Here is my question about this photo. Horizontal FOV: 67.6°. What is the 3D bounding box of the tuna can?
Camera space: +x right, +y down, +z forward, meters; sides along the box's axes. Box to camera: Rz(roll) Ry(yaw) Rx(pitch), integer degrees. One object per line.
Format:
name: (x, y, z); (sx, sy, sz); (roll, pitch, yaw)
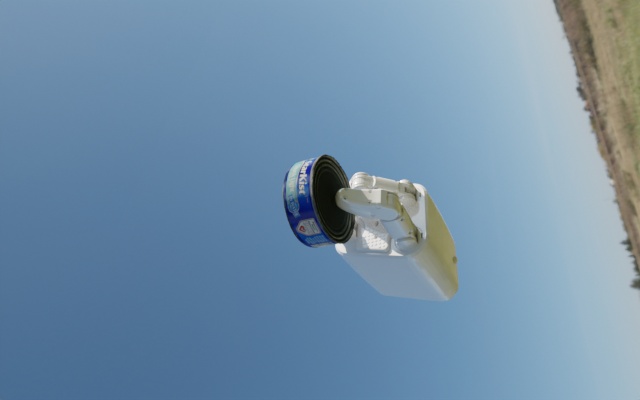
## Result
tuna can: (0.000, 0.002, 0.456); (0.034, 0.086, 0.086); (-13, -6, 27)
